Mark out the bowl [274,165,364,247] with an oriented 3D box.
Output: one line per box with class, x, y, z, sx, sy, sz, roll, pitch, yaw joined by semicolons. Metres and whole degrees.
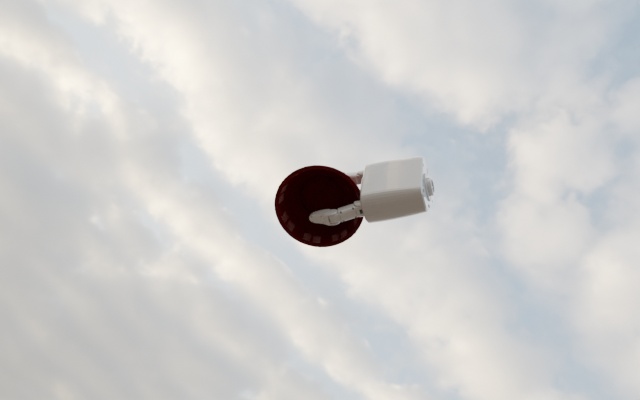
bowl;-0.001;0.003;0.870;0.162;0.162;0.055;0;25;6
